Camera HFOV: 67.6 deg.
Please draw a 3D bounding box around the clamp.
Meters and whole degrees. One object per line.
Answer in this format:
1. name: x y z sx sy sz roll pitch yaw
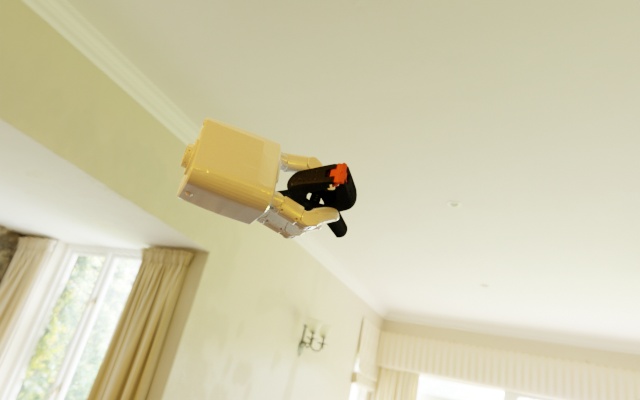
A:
1. clamp: 0.000 0.001 0.668 0.164 0.036 0.210 19 -24 -20
